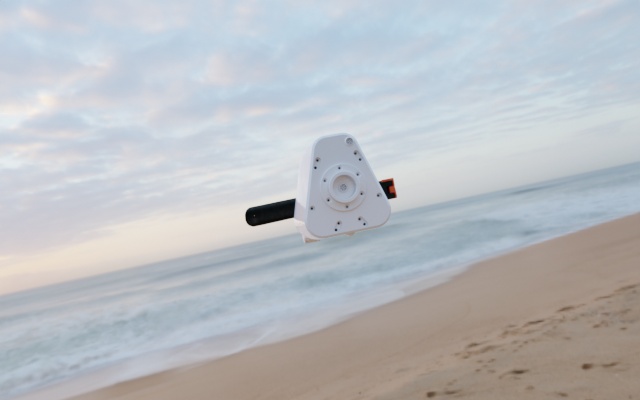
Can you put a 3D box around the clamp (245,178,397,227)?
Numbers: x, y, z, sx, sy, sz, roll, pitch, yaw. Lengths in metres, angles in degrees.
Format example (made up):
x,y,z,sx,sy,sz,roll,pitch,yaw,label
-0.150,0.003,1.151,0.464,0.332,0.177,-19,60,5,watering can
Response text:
x,y,z,sx,sy,sz,roll,pitch,yaw,label
0.001,0.001,0.676,0.210,0.036,0.164,-11,2,-7,clamp
